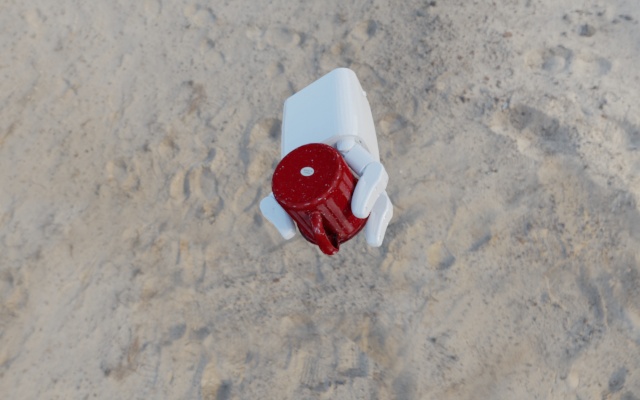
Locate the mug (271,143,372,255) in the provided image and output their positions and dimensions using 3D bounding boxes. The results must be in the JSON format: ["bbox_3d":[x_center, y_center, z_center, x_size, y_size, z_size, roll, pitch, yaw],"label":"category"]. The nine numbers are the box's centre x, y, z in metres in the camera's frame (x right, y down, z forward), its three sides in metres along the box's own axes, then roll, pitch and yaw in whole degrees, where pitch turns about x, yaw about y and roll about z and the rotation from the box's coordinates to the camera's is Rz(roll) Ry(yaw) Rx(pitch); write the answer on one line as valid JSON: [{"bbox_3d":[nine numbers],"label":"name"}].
[{"bbox_3d":[0.000,0.003,0.508,0.093,0.117,0.081,-15,-34,17],"label":"mug"}]
